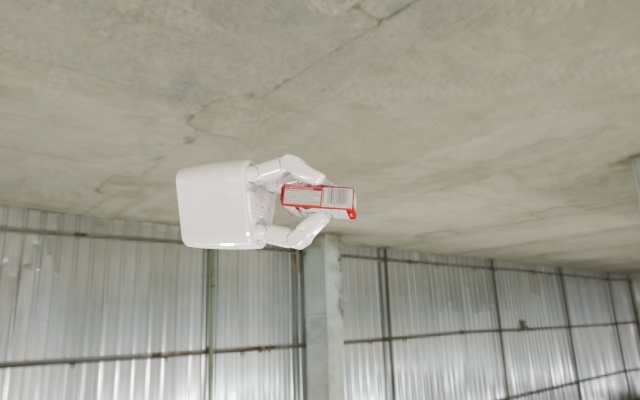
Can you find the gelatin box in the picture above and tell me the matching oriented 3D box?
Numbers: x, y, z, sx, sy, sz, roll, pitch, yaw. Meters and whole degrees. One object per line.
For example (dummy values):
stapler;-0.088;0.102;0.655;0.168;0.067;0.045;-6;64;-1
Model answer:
gelatin box;0.000;0.002;0.600;0.089;0.030;0.073;4;-12;9
